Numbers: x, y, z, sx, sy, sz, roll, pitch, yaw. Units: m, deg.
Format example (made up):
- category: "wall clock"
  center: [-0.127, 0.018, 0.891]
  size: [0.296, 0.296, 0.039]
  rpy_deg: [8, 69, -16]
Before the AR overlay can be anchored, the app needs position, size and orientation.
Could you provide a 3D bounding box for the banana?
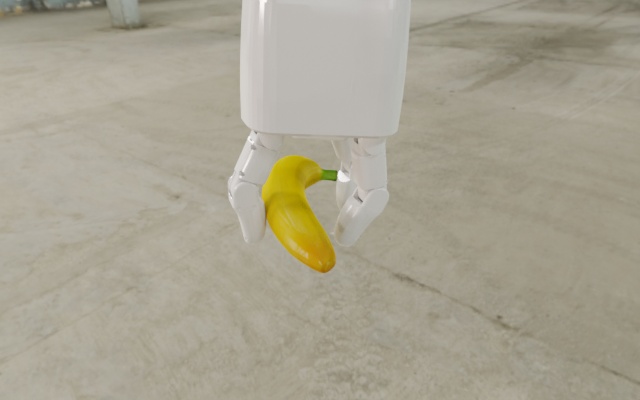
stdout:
- category: "banana"
  center: [-0.018, -0.003, 0.420]
  size: [0.069, 0.037, 0.197]
  rpy_deg: [9, 25, -1]
